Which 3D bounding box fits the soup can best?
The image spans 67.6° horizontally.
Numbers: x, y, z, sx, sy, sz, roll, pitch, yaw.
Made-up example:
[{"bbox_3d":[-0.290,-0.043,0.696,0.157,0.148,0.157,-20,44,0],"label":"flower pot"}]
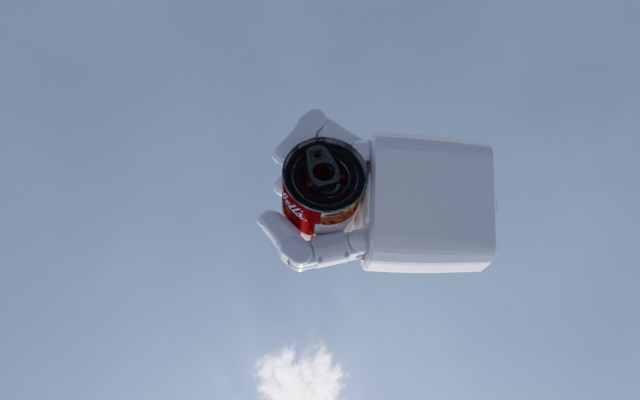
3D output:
[{"bbox_3d":[0.000,0.002,0.415,0.068,0.068,0.102,0,-27,-5],"label":"soup can"}]
